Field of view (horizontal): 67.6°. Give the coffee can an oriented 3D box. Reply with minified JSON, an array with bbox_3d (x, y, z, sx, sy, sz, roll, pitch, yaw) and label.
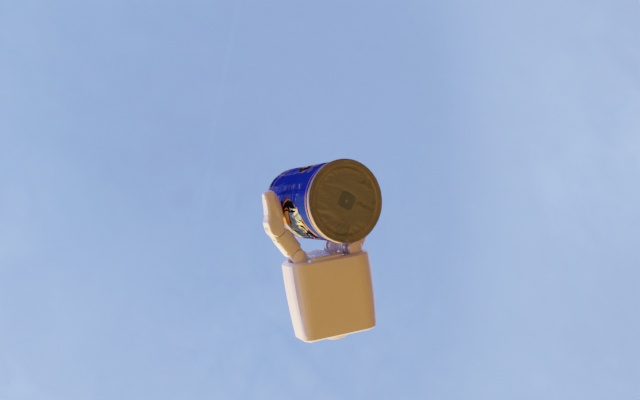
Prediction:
[{"bbox_3d":[0.000,0.002,0.635,0.103,0.103,0.140,0,-1,-28],"label":"coffee can"}]
